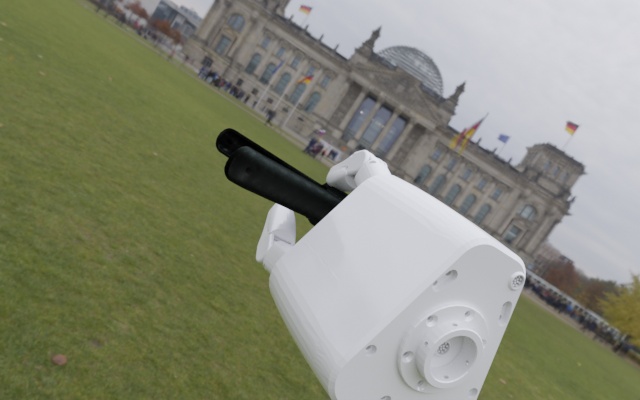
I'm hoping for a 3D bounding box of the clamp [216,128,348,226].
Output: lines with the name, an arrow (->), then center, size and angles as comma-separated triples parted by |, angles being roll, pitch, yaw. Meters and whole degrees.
clamp -> 0.001, 0.001, 0.406 | 0.210, 0.036, 0.164 | 30, 5, -26
